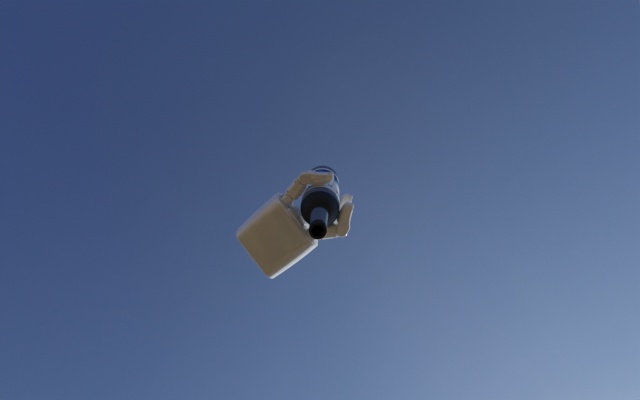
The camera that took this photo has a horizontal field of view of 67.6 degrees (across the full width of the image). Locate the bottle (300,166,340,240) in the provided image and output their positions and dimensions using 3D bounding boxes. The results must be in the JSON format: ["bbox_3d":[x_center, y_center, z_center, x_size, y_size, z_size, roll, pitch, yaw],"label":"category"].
[{"bbox_3d":[0.000,0.003,0.839,0.069,0.069,0.295,0,17,2],"label":"bottle"}]
